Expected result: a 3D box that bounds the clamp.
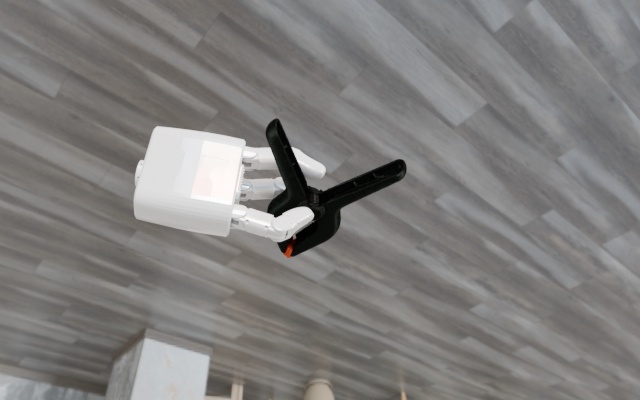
[{"bbox_3d":[0.000,0.003,0.587,0.164,0.036,0.210,12,-45,-7],"label":"clamp"}]
